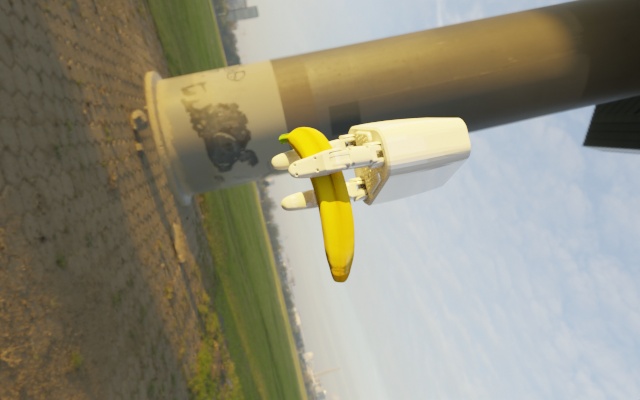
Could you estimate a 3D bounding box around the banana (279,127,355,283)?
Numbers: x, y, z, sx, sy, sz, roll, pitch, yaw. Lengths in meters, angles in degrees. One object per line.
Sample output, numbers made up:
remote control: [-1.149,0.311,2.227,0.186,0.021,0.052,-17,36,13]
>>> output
banana: [0.004,-0.010,0.531,0.037,0.197,0.070,-10,-25,-24]
